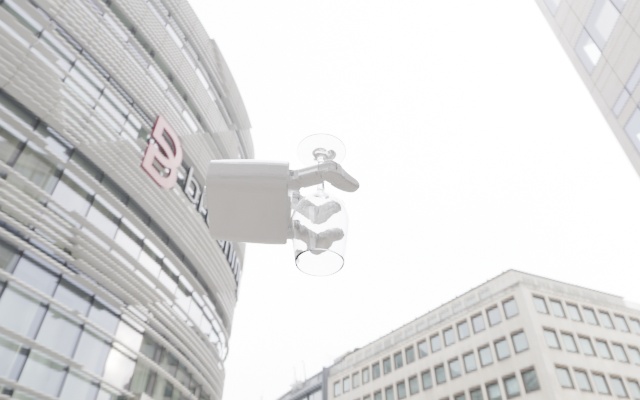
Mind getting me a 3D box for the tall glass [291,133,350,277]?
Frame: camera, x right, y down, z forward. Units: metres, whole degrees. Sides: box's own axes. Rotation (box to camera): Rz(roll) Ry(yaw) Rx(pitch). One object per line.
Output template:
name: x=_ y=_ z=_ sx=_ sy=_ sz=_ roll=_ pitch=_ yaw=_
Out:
tall glass: x=0.000 y=0.002 z=0.652 sx=0.079 sy=0.200 sz=0.079 roll=0 pitch=-41 yaw=0
